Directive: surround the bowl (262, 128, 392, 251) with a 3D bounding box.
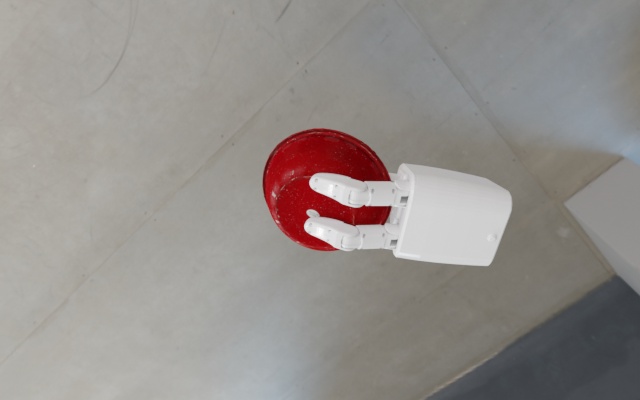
[{"bbox_3d":[-0.001,0.002,0.552,0.162,0.162,0.055,0,27,17],"label":"bowl"}]
